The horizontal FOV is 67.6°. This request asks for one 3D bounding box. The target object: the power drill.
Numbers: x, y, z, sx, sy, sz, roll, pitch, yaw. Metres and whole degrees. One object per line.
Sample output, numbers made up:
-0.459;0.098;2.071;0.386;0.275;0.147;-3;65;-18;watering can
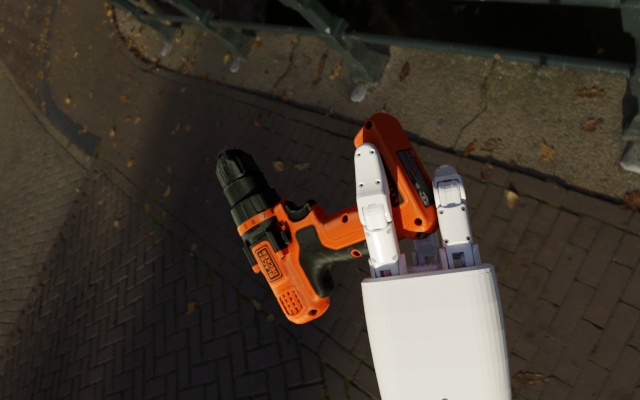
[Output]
0.000;0.001;0.430;0.188;0.184;0.057;-32;-5;33;power drill
